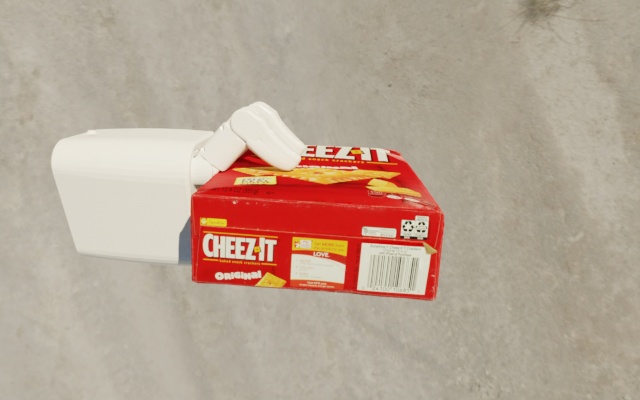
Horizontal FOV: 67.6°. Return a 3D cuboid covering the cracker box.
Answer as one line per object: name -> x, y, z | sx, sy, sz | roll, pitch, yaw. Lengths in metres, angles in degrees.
cracker box -> 0.000, 0.002, 0.405 | 0.164, 0.072, 0.213 | 4, 16, 1
